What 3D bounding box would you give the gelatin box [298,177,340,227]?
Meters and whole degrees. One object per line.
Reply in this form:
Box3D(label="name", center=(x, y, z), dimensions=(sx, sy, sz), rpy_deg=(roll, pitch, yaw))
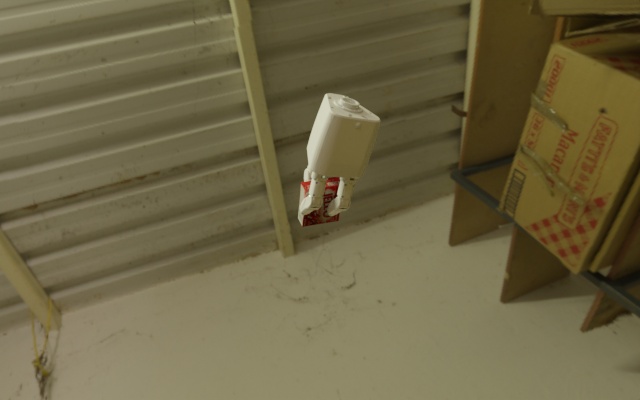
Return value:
Box3D(label="gelatin box", center=(0.000, 0.003, 0.871), dimensions=(0.073, 0.089, 0.030), rpy_deg=(-9, 41, -19))
